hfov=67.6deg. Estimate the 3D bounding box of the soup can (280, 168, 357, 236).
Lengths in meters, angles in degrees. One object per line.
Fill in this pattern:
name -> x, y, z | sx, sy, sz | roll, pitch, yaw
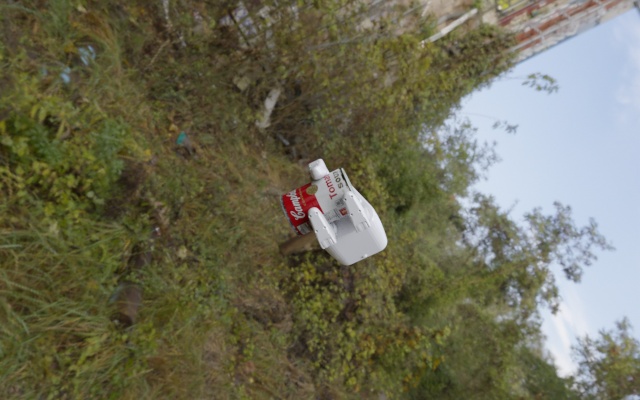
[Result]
soup can -> 0.000, 0.002, 0.714 | 0.102, 0.068, 0.068 | -25, -4, 7
